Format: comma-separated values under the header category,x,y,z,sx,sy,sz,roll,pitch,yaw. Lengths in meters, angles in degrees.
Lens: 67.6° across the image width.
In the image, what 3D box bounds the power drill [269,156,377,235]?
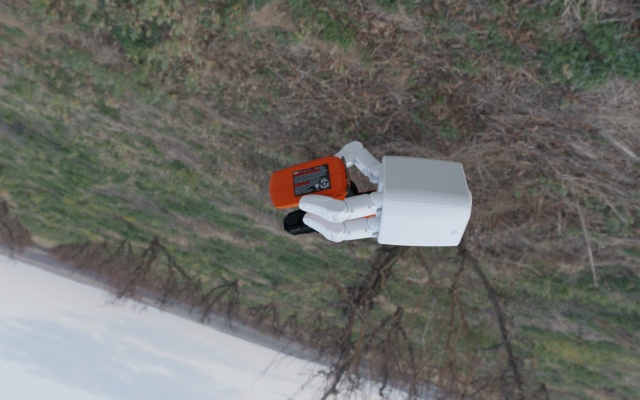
category,x,y,z,sx,sy,sz,roll,pitch,yaw
power drill,0.000,0.002,0.697,0.184,0.057,0.188,-15,-19,18
